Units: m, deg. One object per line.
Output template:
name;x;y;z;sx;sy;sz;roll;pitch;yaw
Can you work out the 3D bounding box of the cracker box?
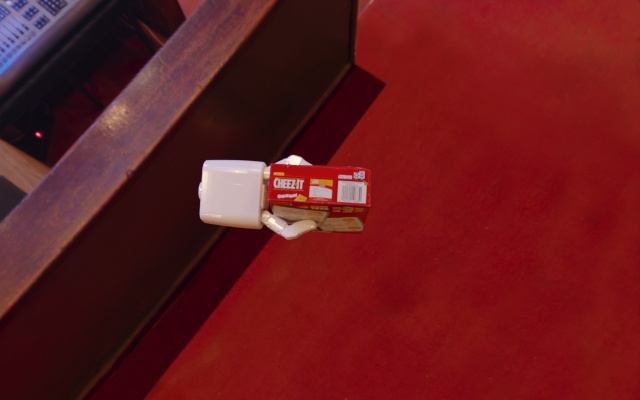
cracker box;0.000;0.003;0.849;0.164;0.072;0.214;3;-16;2
